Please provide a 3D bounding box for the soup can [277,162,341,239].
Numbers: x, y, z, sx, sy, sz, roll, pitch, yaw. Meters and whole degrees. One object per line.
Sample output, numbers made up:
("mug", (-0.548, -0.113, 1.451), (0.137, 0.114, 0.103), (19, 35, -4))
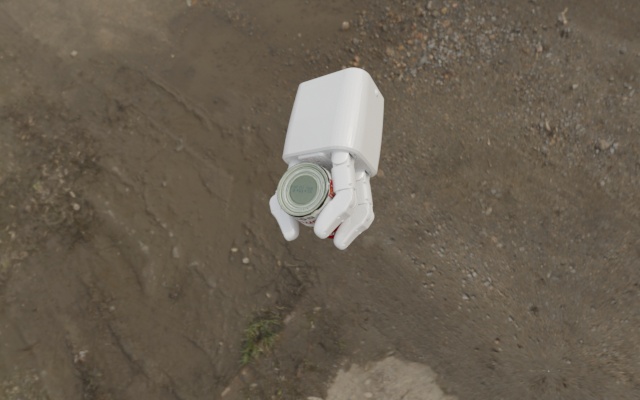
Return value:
("soup can", (0.000, 0.002, 0.578), (0.068, 0.068, 0.102), (0, -18, 26))
